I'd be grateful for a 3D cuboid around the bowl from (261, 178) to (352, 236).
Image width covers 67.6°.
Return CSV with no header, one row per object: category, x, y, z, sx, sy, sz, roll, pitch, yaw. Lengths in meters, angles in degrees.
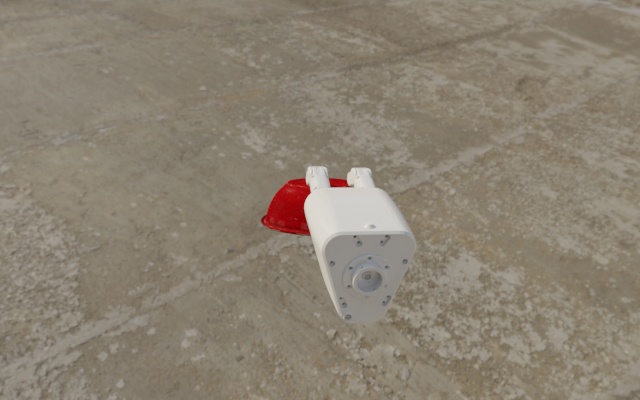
bowl,0.000,0.001,0.649,0.162,0.055,0.162,1,10,0
